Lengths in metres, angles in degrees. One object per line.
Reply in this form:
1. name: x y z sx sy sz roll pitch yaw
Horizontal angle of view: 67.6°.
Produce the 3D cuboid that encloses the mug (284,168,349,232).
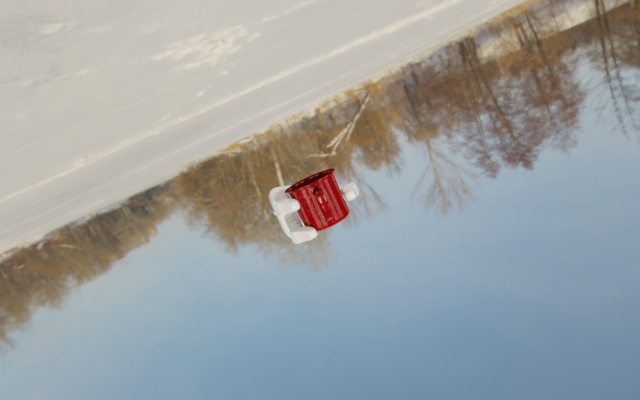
1. mug: 0.001 0.003 0.800 0.093 0.081 0.117 -26 11 -8
